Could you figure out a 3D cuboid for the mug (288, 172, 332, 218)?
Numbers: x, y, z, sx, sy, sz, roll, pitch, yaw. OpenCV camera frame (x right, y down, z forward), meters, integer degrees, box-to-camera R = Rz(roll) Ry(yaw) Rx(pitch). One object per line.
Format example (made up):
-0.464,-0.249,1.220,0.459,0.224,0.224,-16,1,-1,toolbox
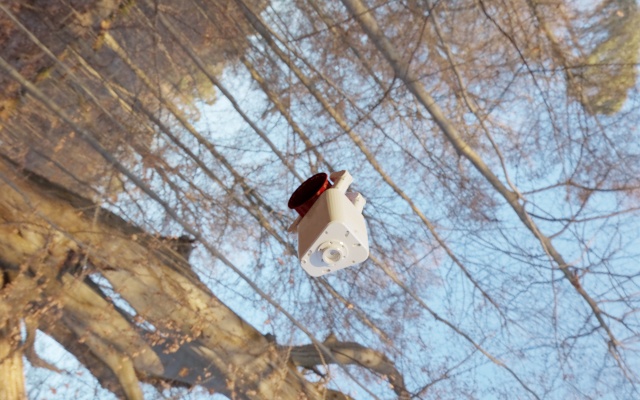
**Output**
0.000,0.002,0.891,0.093,0.081,0.117,-35,23,16,mug
